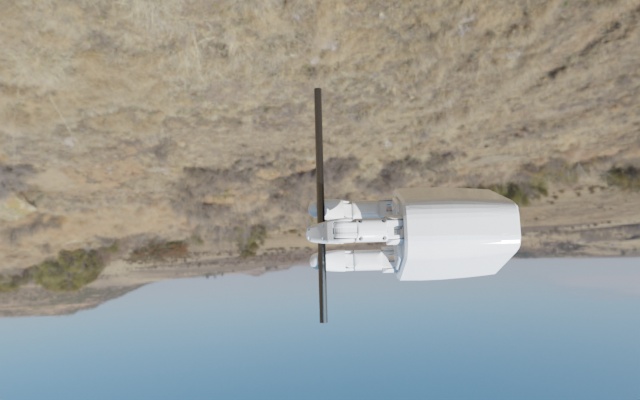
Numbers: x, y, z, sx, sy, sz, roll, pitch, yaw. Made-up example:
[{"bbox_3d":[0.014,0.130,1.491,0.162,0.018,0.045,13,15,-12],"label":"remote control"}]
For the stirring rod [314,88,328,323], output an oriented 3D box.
[{"bbox_3d":[0.000,0.001,0.488,0.011,0.239,0.011,-1,-8,0],"label":"stirring rod"}]
